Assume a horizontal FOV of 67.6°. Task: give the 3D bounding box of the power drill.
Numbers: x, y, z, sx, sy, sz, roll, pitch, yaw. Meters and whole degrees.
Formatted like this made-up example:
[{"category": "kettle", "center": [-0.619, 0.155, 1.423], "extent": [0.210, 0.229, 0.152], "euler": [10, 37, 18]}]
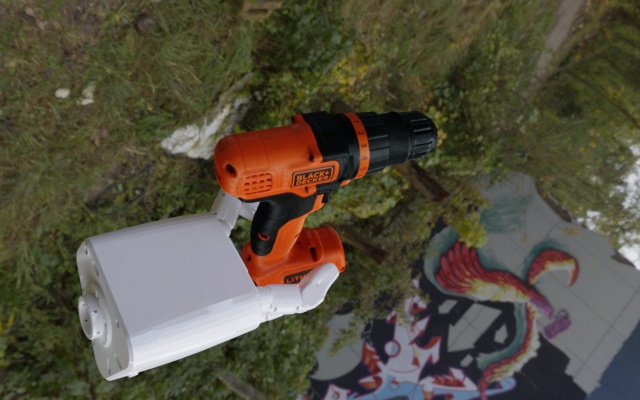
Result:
[{"category": "power drill", "center": [0.000, 0.002, 0.425], "extent": [0.184, 0.057, 0.188], "euler": [-10, -38, -18]}]
